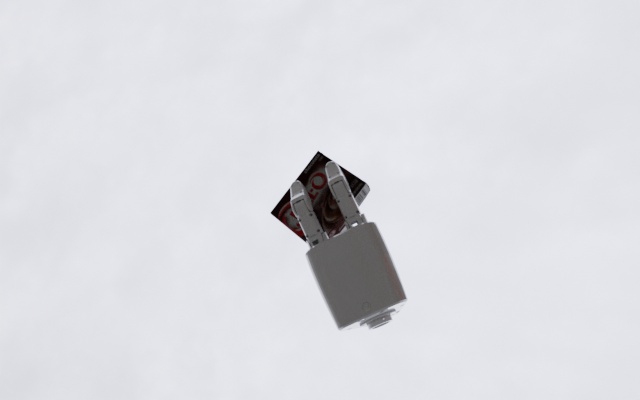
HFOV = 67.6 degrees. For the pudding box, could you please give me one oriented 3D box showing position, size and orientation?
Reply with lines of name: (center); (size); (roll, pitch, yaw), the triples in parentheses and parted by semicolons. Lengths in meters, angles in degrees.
pudding box: (0.000, 0.002, 0.653); (0.090, 0.113, 0.039); (36, -4, 26)
